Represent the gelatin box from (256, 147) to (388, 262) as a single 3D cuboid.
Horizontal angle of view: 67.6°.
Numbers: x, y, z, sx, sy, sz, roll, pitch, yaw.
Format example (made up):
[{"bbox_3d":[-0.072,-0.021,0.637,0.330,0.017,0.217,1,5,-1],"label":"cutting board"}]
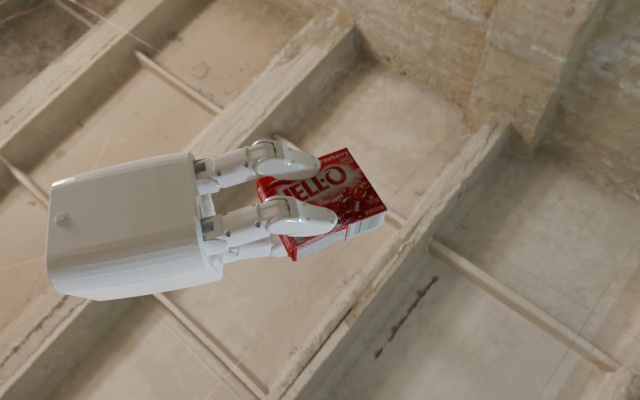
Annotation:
[{"bbox_3d":[0.000,0.001,0.405,0.089,0.073,0.030,-20,-29,-18],"label":"gelatin box"}]
